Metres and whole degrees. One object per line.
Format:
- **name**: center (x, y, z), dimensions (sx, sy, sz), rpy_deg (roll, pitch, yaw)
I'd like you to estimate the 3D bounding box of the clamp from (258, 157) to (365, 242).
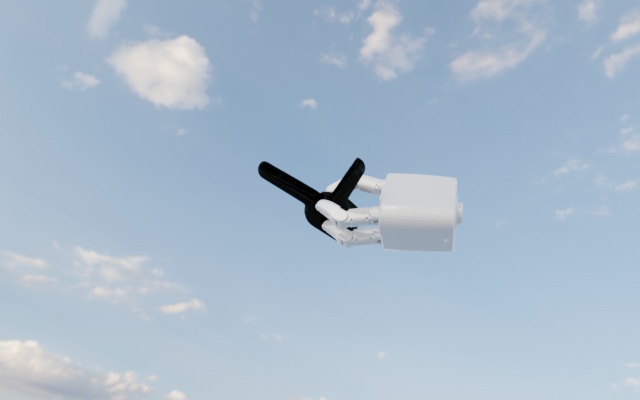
- **clamp**: center (0.001, 0.002, 0.756), dimensions (0.164, 0.036, 0.210), rpy_deg (5, -34, 17)
